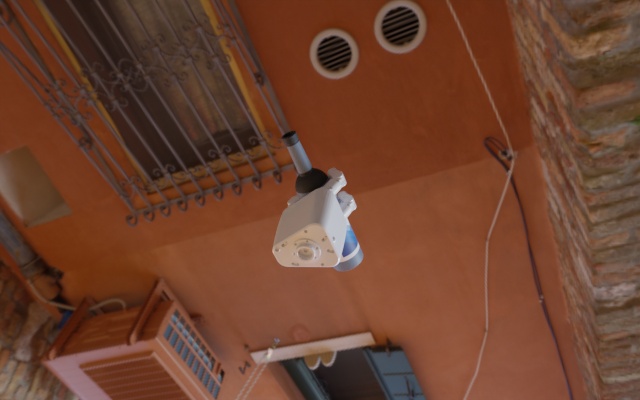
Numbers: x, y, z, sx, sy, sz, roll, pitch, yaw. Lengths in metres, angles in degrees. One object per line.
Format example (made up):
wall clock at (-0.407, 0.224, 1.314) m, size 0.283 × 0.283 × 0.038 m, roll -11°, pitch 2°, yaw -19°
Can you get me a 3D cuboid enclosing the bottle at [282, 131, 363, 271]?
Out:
bottle at (0.000, 0.003, 0.900) m, size 0.069 × 0.296 × 0.069 m, roll -20°, pitch 28°, yaw 11°
